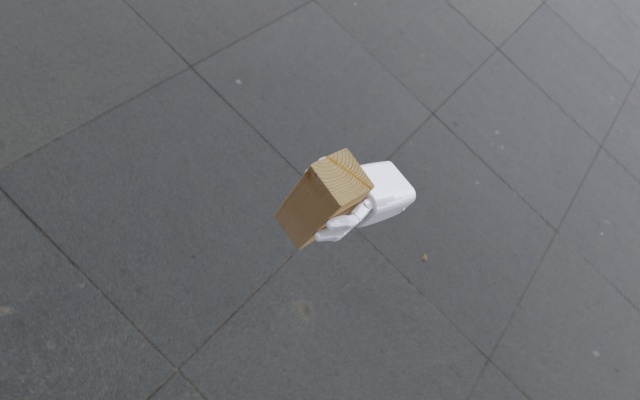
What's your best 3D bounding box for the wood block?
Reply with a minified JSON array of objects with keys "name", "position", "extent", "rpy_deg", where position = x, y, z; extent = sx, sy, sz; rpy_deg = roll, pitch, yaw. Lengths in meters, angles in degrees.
[{"name":"wood block","position":[0.000,0.002,0.900],"extent":[0.090,0.091,0.206],"rpy_deg":[-29,-12,-34]}]
